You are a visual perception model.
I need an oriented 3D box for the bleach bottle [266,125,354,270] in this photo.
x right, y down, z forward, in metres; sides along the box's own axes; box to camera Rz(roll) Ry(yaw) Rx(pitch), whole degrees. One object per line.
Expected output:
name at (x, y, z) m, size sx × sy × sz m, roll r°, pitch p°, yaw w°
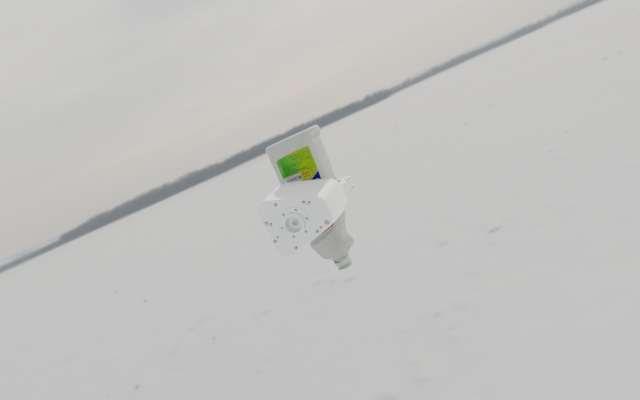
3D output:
bleach bottle at (0.000, 0.003, 0.837) m, size 0.102 × 0.251 × 0.068 m, roll -22°, pitch 10°, yaw 19°
